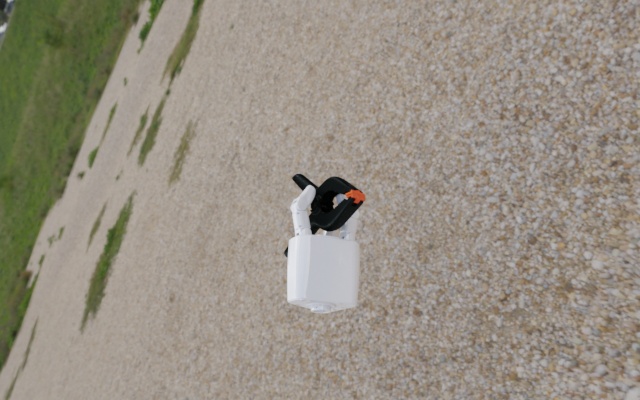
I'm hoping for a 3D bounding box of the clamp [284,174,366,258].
[{"bbox_3d":[0.000,0.003,0.837,0.036,0.164,0.210,15,-26,-33],"label":"clamp"}]
